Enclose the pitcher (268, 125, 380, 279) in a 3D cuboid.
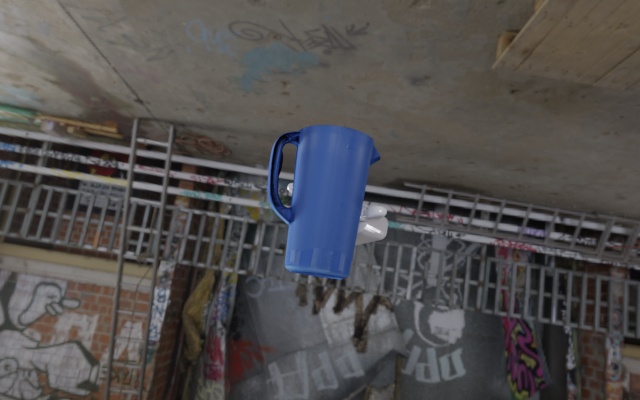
[{"bbox_3d":[0.000,0.003,0.800,0.149,0.242,0.145,2,-13,29],"label":"pitcher"}]
